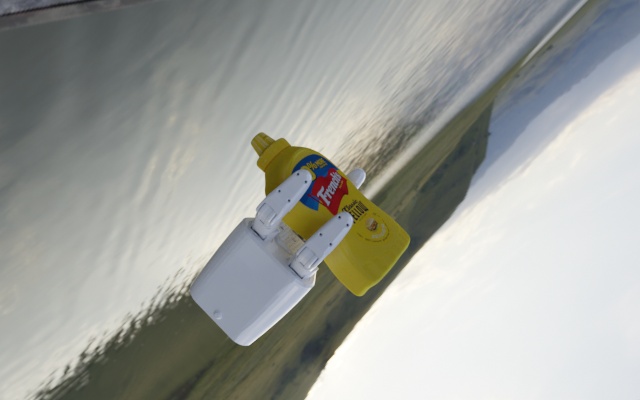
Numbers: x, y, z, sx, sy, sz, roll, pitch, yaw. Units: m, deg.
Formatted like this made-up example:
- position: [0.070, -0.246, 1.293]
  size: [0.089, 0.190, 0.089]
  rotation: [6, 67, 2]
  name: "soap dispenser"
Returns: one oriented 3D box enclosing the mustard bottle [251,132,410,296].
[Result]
- position: [0.000, 0.002, 0.492]
  size: [0.096, 0.191, 0.058]
  rotation: [-40, -8, -47]
  name: "mustard bottle"
